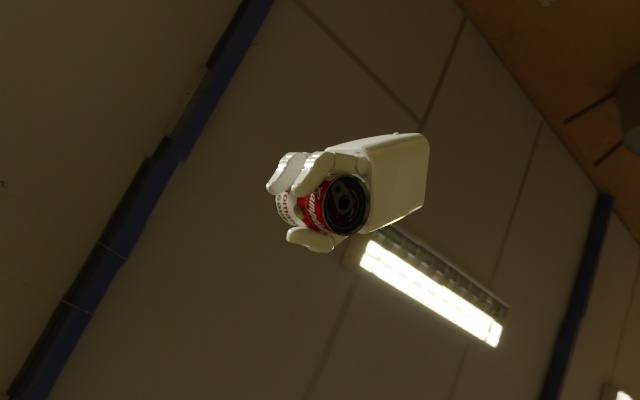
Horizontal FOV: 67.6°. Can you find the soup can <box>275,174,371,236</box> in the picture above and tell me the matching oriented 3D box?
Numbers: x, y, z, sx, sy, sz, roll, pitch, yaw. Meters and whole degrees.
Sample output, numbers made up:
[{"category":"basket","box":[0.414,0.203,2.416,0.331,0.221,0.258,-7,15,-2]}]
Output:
[{"category":"soup can","box":[0.000,0.002,0.562,0.068,0.068,0.102,0,4,-37]}]
